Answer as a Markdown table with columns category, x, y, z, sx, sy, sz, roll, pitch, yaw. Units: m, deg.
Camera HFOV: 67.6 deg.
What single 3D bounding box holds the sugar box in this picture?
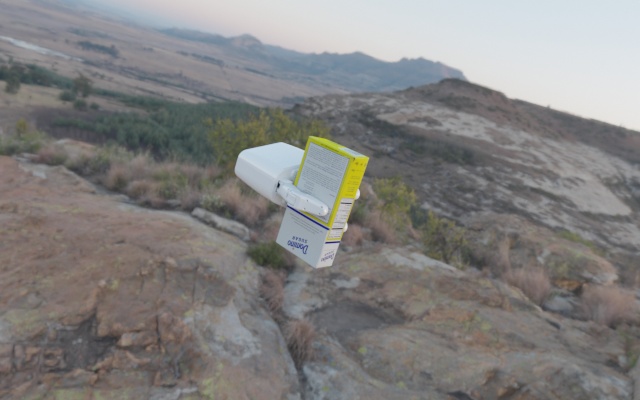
| category | x | y | z | sx | sy | sz | roll | pitch | yaw |
| --- | --- | --- | --- | --- | --- | --- | --- | --- | --- |
| sugar box | 0.000 | 0.002 | 0.717 | 0.093 | 0.176 | 0.048 | 29 | 19 | 36 |
